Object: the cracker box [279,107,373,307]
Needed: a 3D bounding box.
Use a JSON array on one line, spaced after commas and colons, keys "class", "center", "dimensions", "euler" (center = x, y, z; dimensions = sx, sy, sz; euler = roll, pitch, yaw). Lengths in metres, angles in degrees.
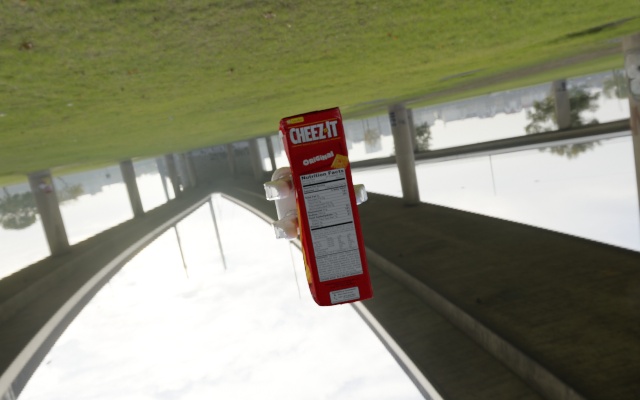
[{"class": "cracker box", "center": [0.000, 0.002, 0.586], "dimensions": [0.072, 0.214, 0.164], "euler": [-12, 8, -4]}]
